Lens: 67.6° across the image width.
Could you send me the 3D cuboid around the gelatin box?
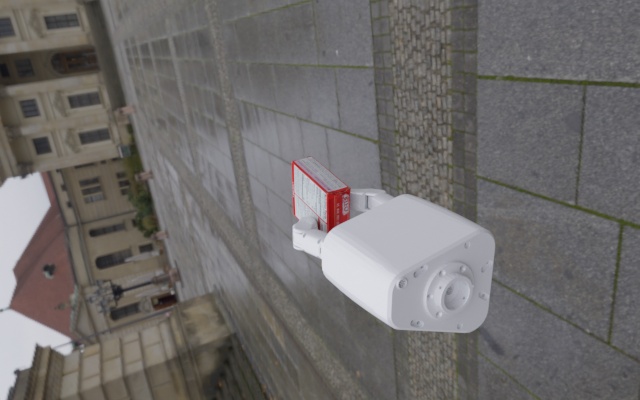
[{"bbox_3d":[0.000,0.002,0.531,0.030,0.073,0.089,-17,34,-25],"label":"gelatin box"}]
